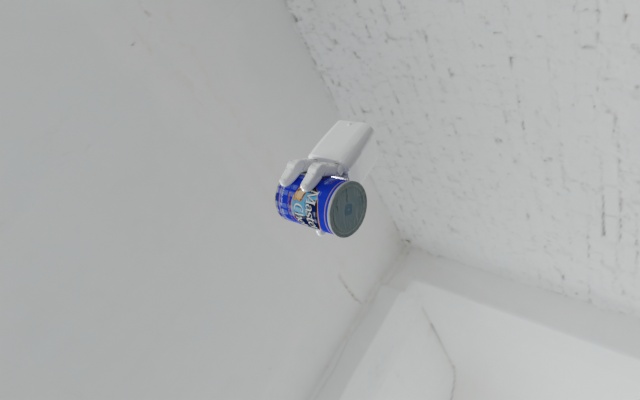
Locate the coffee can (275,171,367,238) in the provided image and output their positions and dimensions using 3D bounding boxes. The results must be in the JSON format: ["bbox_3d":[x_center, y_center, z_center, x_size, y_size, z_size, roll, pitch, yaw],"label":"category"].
[{"bbox_3d":[0.000,0.003,0.885,0.140,0.103,0.103,15,10,41],"label":"coffee can"}]
